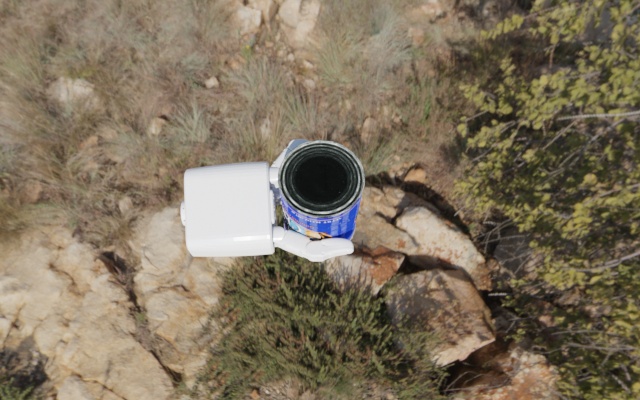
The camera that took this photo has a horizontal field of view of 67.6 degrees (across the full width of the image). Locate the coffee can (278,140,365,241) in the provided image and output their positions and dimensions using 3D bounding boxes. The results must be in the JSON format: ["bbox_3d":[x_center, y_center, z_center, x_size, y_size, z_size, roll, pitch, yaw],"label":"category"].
[{"bbox_3d":[0.000,0.002,0.620,0.103,0.102,0.140,0,-25,-1],"label":"coffee can"}]
